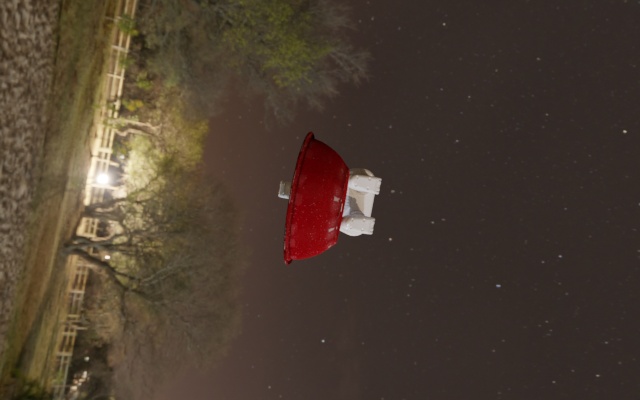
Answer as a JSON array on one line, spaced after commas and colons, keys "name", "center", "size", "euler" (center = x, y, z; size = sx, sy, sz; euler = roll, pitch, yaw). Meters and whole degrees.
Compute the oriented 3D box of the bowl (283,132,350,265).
[{"name": "bowl", "center": [0.000, 0.002, 0.571], "size": [0.055, 0.162, 0.162], "euler": [10, 1, 5]}]
